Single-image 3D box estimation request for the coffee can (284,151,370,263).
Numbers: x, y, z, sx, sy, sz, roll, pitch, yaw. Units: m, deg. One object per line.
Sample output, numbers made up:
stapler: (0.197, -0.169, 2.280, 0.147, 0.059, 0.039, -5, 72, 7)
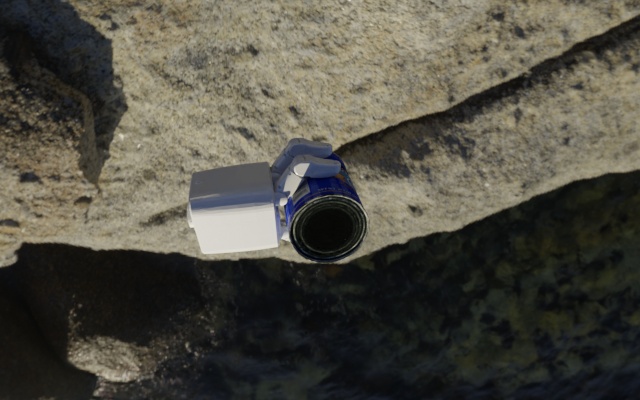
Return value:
coffee can: (0.000, 0.002, 0.649, 0.103, 0.103, 0.140, 0, 30, -11)
